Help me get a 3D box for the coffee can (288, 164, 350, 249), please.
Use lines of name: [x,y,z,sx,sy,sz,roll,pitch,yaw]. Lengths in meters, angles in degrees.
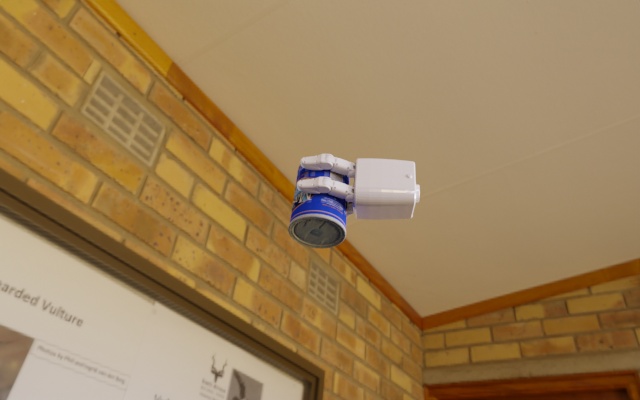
coffee can: [0.000,0.003,0.885,0.103,0.140,0.103,4,-37,3]
